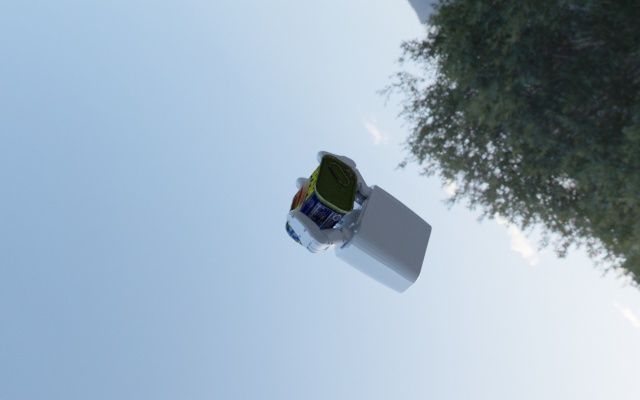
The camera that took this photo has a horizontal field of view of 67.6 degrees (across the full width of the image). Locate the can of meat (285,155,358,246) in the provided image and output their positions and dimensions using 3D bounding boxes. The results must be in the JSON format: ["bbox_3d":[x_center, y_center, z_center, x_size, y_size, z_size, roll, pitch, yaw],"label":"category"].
[{"bbox_3d":[0.000,0.002,0.634,0.057,0.084,0.102,31,35,-13],"label":"can of meat"}]
